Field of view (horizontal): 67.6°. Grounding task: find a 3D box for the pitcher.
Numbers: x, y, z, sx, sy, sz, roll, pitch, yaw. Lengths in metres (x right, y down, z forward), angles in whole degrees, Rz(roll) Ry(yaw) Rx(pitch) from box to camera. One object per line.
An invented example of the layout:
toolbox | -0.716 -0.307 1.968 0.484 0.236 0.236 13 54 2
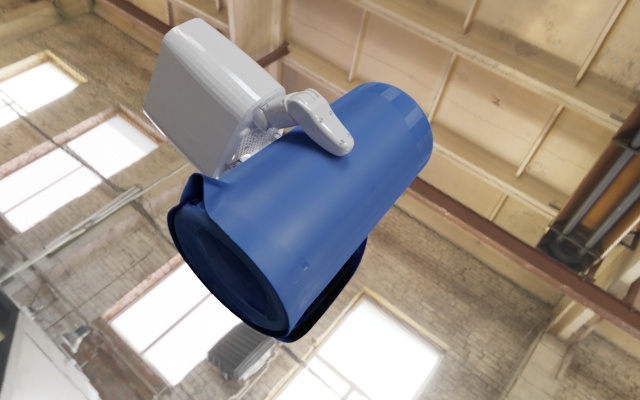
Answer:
pitcher | 0.000 0.001 0.436 0.242 0.145 0.149 -42 -9 -31
